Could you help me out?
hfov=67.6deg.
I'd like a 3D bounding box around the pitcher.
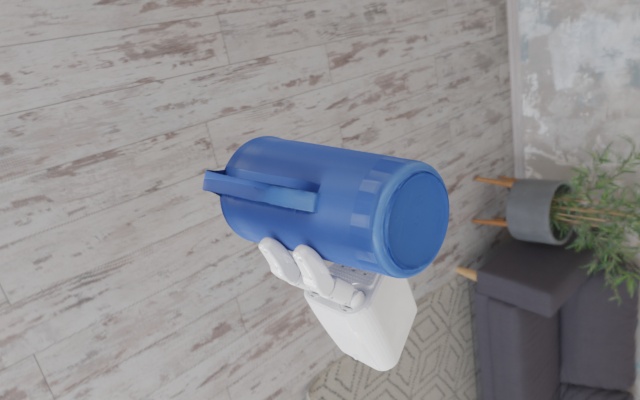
[{"bbox_3d":[0.000,0.002,0.504,0.243,0.145,0.149,11,45,48],"label":"pitcher"}]
